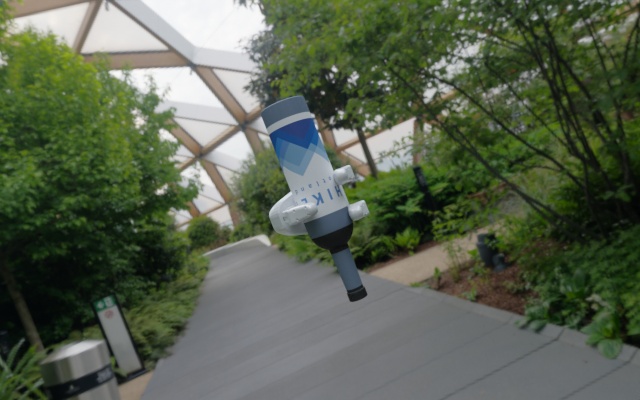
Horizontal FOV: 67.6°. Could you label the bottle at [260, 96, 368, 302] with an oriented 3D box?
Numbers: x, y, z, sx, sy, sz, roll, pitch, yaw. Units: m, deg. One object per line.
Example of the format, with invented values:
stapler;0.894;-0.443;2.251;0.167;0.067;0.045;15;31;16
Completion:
bottle;0.000;0.002;0.677;0.069;0.295;0.069;-22;0;0
